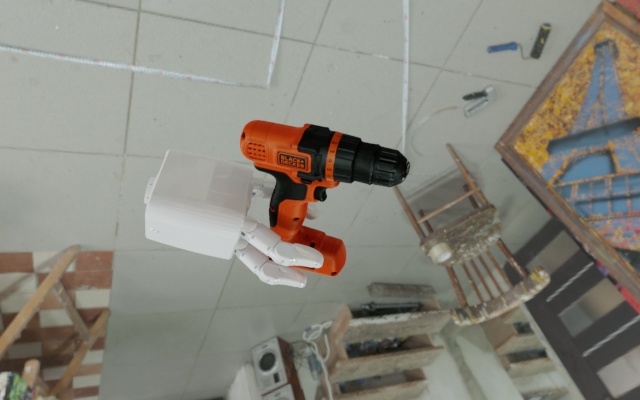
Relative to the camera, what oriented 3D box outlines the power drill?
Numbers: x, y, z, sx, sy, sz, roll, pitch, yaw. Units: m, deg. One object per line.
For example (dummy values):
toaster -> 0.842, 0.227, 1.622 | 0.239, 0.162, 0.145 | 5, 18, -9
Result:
power drill -> 0.000, 0.002, 0.553 | 0.184, 0.188, 0.057 | 14, 39, 13
